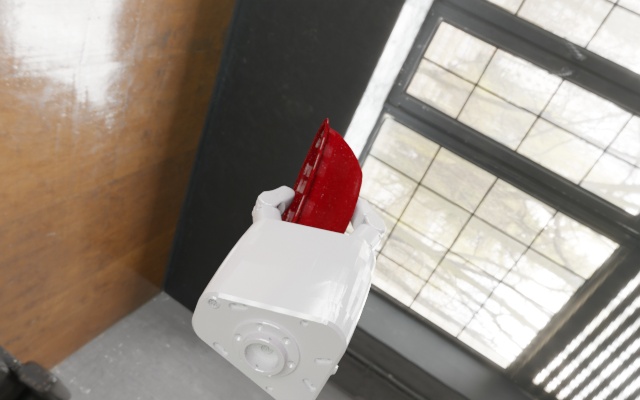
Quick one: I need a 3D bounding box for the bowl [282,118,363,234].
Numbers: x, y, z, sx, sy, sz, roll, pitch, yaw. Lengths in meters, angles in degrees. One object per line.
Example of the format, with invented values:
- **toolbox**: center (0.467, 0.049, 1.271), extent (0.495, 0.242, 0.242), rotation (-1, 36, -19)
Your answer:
- **bowl**: center (0.001, 0.001, 0.488), extent (0.055, 0.162, 0.162), rotation (21, -3, -7)
